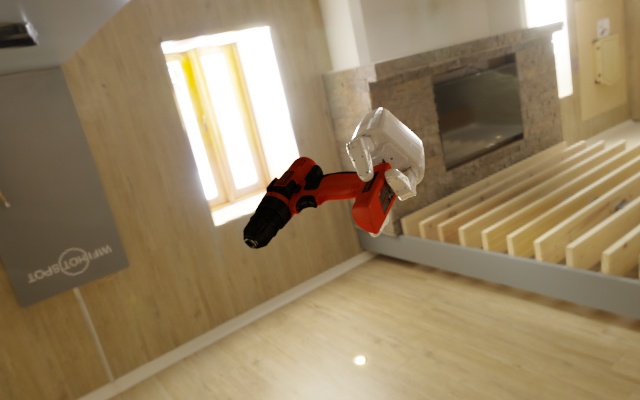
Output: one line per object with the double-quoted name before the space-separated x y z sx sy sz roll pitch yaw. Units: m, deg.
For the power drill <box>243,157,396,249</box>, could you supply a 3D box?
"power drill" 0.001 0.002 0.669 0.187 0.057 0.184 3 43 30
